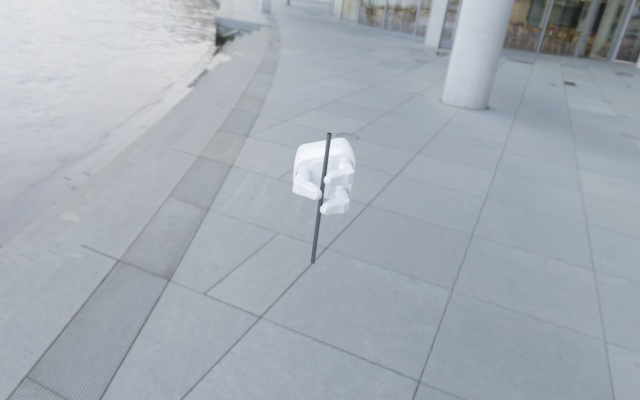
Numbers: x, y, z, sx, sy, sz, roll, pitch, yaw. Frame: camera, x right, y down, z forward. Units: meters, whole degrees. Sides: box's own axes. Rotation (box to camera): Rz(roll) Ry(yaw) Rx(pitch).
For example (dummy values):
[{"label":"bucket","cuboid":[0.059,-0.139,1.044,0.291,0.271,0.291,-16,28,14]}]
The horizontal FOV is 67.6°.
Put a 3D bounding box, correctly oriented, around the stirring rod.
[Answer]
[{"label":"stirring rod","cuboid":[0.000,0.003,0.805,0.011,0.240,0.011,6,25,-3]}]
